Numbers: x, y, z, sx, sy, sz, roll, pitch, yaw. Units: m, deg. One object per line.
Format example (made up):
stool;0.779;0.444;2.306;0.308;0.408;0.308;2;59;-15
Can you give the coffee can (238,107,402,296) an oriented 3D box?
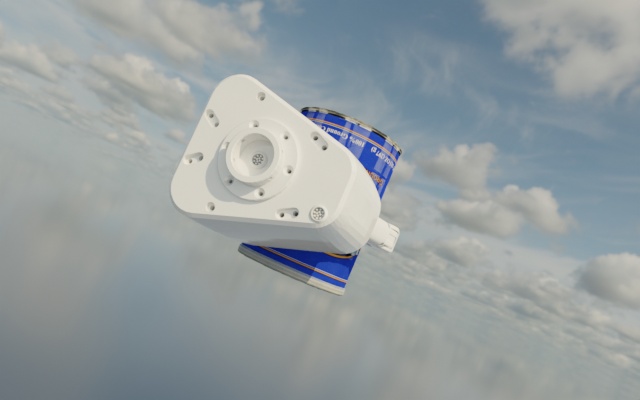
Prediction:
coffee can;0.000;0.002;0.436;0.103;0.140;0.103;23;-6;3
